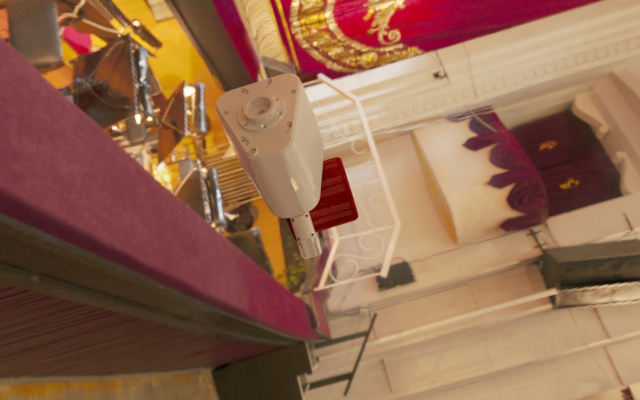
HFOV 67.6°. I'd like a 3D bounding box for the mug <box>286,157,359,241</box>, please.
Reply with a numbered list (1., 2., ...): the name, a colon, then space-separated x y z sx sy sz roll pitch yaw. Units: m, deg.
1. mug: 0.001 0.003 0.597 0.081 0.093 0.117 -17 -34 3
